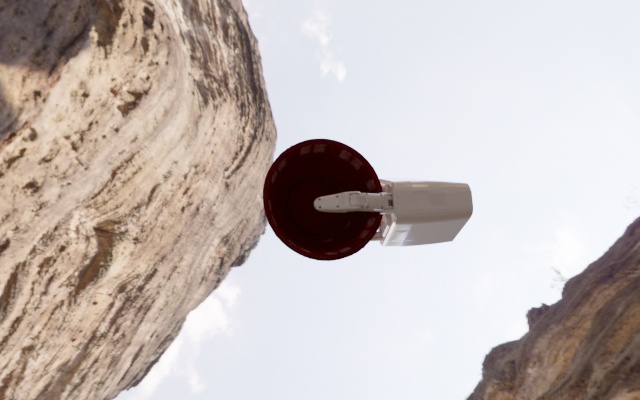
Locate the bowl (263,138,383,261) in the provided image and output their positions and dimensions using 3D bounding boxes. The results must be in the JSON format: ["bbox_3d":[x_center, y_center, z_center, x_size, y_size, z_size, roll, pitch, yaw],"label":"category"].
[{"bbox_3d":[-0.001,0.002,0.638,0.162,0.162,0.055,0,-12,-14],"label":"bowl"}]
